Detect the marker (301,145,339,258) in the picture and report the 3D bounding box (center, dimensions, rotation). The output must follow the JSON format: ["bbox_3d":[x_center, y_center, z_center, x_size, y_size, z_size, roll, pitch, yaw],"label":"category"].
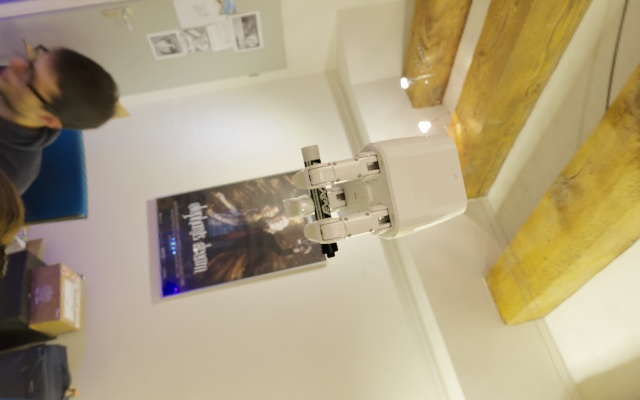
[{"bbox_3d":[0.000,0.002,0.509,0.020,0.121,0.020,-11,2,0],"label":"marker"}]
